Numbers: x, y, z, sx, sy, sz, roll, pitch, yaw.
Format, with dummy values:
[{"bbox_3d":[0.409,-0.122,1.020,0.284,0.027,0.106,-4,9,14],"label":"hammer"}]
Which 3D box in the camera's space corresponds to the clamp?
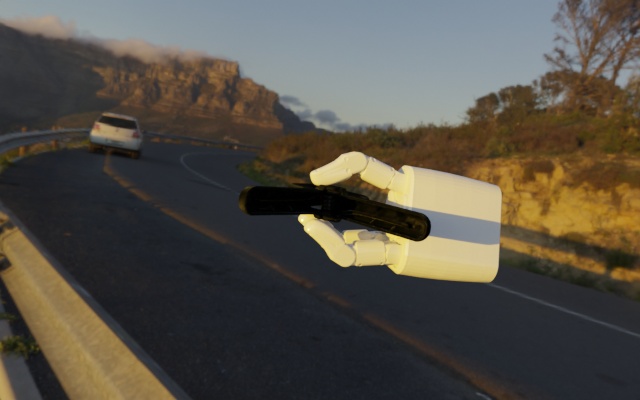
[{"bbox_3d":[0.000,0.001,0.488,0.164,0.036,0.210,10,5,-10],"label":"clamp"}]
